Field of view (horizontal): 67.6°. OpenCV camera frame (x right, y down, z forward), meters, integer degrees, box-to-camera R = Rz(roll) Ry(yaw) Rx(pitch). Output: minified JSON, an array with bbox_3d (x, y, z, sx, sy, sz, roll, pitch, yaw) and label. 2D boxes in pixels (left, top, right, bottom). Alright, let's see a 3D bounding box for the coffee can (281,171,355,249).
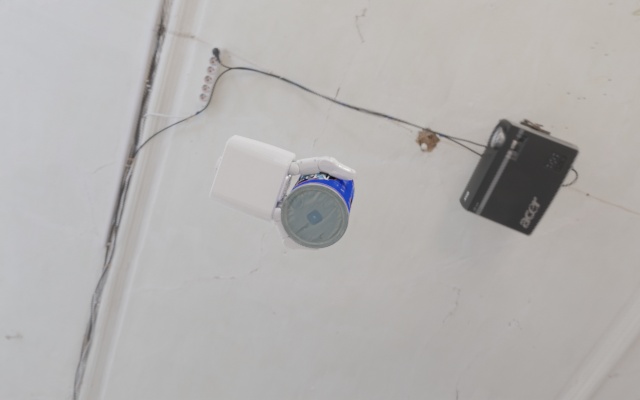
[{"bbox_3d":[0.000,0.003,0.773,0.103,0.103,0.140,0,19,8],"label":"coffee can"}]
